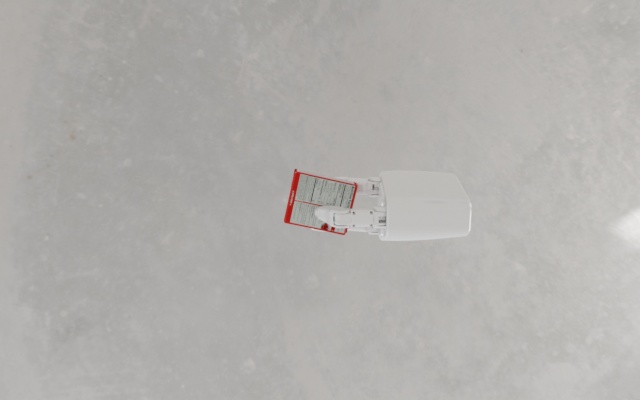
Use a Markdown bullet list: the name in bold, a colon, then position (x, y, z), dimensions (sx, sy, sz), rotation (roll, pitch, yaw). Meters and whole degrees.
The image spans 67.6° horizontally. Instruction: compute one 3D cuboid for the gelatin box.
- **gelatin box**: position (0.000, 0.002, 0.654), dimensions (0.089, 0.073, 0.030), rotation (12, 11, -5)
